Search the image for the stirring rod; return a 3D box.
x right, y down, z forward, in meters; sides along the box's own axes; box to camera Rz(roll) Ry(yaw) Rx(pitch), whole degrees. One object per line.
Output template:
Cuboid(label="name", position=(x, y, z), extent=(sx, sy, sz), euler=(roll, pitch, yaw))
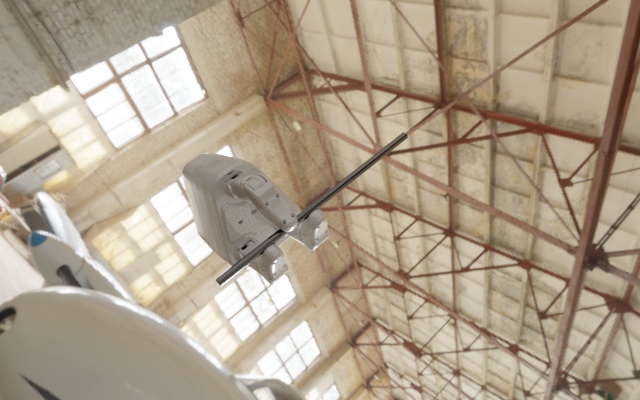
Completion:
Cuboid(label="stirring rod", position=(0.000, 0.001, 0.454), extent=(0.239, 0.011, 0.011), euler=(-38, 16, -21))
